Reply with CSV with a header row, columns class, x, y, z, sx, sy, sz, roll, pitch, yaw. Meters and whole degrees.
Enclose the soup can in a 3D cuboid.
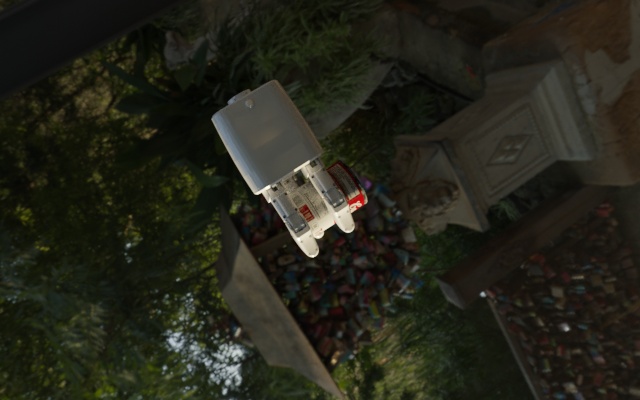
class,x,y,z,sx,sy,sz,roll,pitch,yaw
soup can,0.000,0.003,0.621,0.102,0.068,0.068,-33,6,-10
